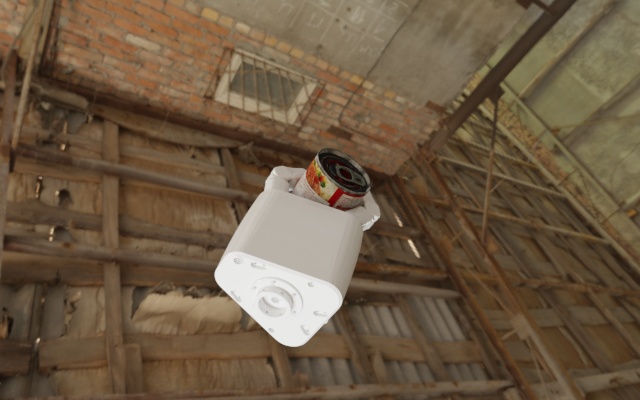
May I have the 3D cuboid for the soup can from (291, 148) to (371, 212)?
[{"bbox_3d":[0.000,0.002,0.531,0.068,0.068,0.102,0,-42,-44],"label":"soup can"}]
